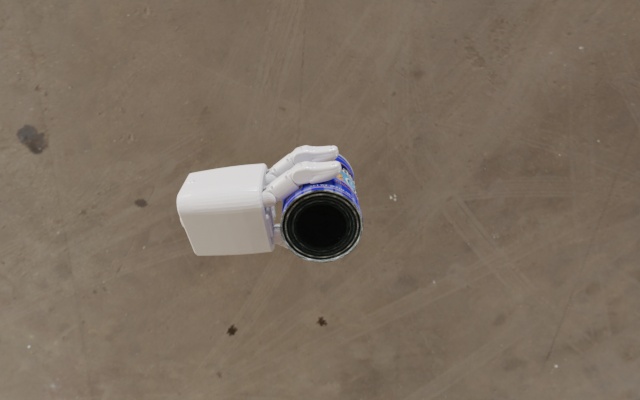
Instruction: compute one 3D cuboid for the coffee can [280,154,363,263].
[{"bbox_3d":[0.000,0.002,0.644,0.103,0.103,0.140,0,27,-1],"label":"coffee can"}]
